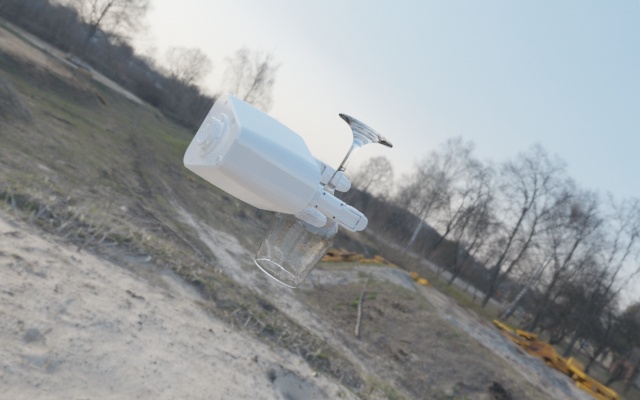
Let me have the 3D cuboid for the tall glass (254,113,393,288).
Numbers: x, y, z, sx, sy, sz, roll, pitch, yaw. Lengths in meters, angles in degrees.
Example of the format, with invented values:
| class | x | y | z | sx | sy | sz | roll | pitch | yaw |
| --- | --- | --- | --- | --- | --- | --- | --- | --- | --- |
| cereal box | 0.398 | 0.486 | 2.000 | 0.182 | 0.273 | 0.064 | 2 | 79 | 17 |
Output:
| class | x | y | z | sx | sy | sz | roll | pitch | yaw |
| --- | --- | --- | --- | --- | --- | --- | --- | --- | --- |
| tall glass | 0.001 | 0.001 | 0.561 | 0.079 | 0.201 | 0.079 | 32 | 3 | -2 |
